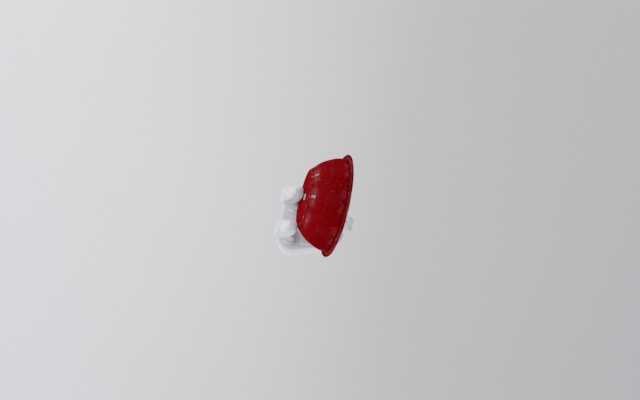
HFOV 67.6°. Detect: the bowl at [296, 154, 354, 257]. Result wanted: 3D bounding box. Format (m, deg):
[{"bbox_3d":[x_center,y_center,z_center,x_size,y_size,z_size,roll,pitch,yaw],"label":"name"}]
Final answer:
[{"bbox_3d":[0.000,0.002,0.729,0.055,0.162,0.162,13,-3,-11],"label":"bowl"}]
